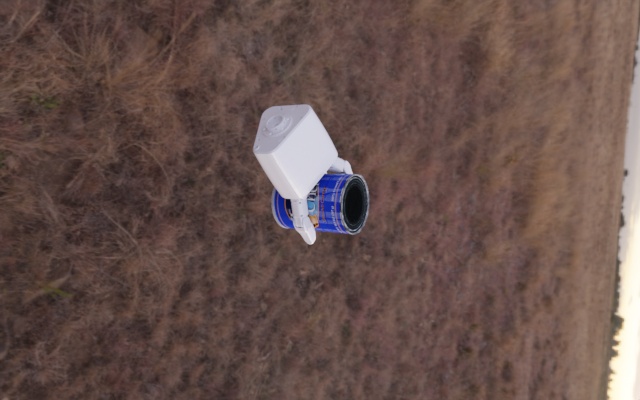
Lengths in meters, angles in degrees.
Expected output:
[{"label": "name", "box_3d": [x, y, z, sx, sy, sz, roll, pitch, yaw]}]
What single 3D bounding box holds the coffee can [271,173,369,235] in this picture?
[{"label": "coffee can", "box_3d": [0.000, 0.003, 0.834, 0.140, 0.103, 0.103, 4, 2, 31]}]
